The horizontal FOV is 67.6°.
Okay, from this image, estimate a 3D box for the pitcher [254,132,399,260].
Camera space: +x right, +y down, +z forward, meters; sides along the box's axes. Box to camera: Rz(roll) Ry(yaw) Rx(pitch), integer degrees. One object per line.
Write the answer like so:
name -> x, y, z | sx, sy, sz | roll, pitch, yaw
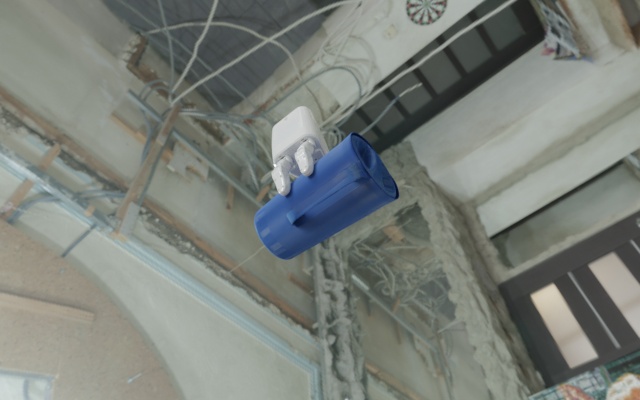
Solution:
pitcher -> 0.000, 0.003, 0.822 | 0.243, 0.145, 0.149 | -35, -49, 21
